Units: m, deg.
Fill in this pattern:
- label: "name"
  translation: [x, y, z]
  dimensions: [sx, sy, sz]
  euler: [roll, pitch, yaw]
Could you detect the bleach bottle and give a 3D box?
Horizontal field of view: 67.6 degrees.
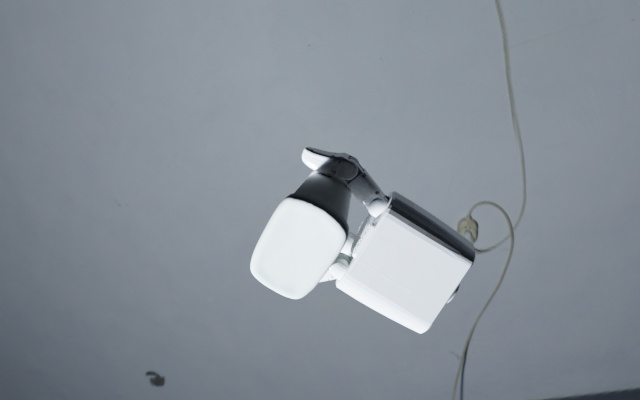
- label: "bleach bottle"
  translation: [0.000, 0.002, 0.530]
  dimensions: [0.068, 0.103, 0.250]
  euler: [31, 24, -2]
